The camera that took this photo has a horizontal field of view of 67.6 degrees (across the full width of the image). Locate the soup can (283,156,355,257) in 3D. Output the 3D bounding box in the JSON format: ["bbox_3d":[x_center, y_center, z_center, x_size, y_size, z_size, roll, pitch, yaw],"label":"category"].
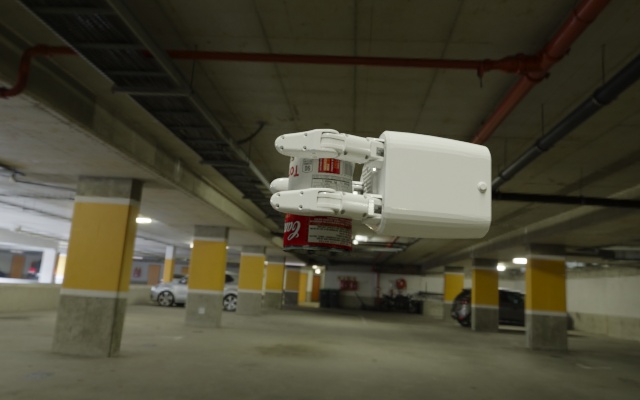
[{"bbox_3d":[0.000,0.001,0.474,0.068,0.102,0.068,4,-10,1],"label":"soup can"}]
